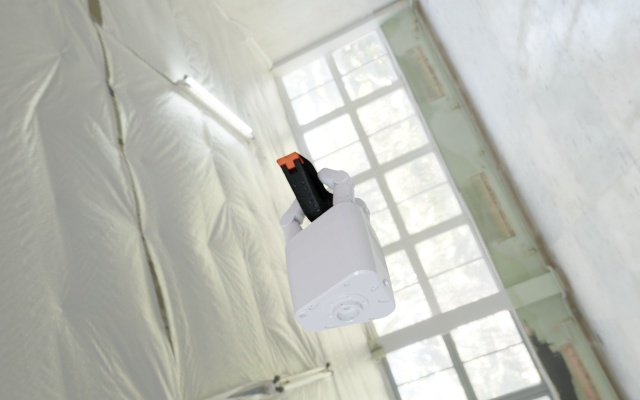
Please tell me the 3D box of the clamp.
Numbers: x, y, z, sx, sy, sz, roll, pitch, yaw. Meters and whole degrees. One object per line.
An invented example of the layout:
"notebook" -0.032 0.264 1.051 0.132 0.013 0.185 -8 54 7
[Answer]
"clamp" -0.001 0.002 0.652 0.036 0.210 0.164 -24 40 11
